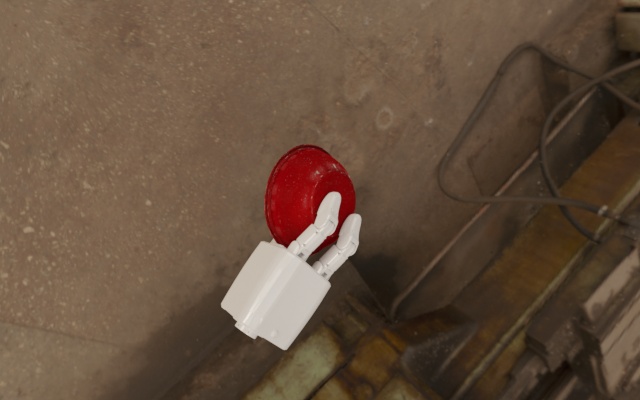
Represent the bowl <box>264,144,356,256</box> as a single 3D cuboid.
[{"bbox_3d":[0.001,0.001,0.669,0.055,0.162,0.162,5,3,43],"label":"bowl"}]
